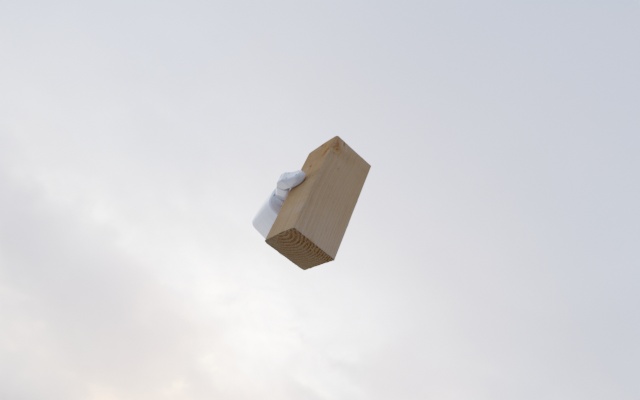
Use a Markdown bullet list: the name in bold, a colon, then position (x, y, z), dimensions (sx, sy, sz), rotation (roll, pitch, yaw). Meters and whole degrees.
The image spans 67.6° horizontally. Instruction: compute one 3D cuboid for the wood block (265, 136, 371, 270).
- **wood block**: position (0.000, 0.002, 0.813), dimensions (0.091, 0.206, 0.090), rotation (39, -38, -21)
